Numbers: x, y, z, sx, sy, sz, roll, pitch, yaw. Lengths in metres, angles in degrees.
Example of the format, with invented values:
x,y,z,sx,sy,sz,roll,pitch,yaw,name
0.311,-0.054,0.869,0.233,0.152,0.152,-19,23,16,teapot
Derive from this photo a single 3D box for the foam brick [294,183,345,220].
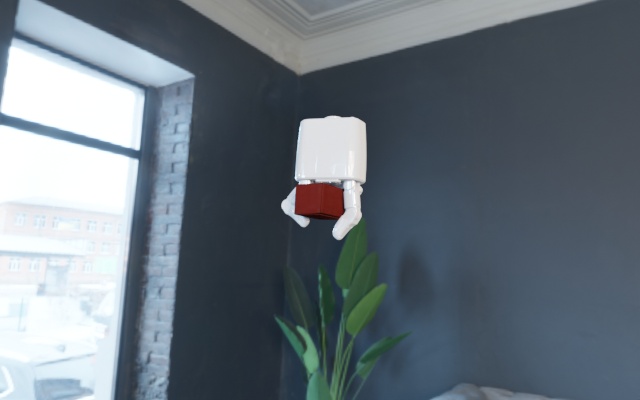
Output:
x,y,z,sx,sy,sz,roll,pitch,yaw,name
0.000,0.003,0.785,0.053,0.051,0.078,-1,-8,32,foam brick
